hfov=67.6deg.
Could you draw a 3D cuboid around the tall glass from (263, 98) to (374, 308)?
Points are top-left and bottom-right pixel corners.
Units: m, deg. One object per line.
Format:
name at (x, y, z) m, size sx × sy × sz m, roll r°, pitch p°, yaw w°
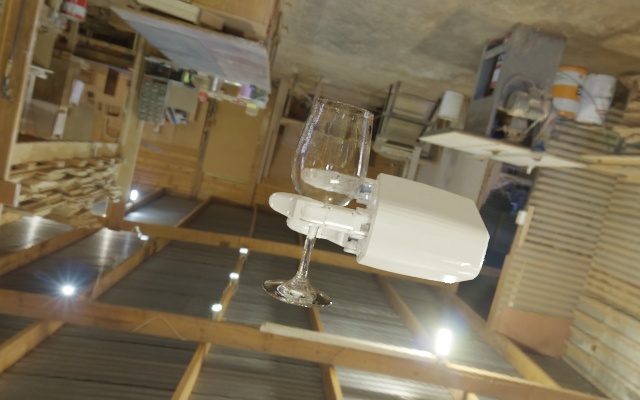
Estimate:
tall glass at (0.000, 0.002, 0.491) m, size 0.079 × 0.201 × 0.079 m, roll 14°, pitch 5°, yaw -1°
